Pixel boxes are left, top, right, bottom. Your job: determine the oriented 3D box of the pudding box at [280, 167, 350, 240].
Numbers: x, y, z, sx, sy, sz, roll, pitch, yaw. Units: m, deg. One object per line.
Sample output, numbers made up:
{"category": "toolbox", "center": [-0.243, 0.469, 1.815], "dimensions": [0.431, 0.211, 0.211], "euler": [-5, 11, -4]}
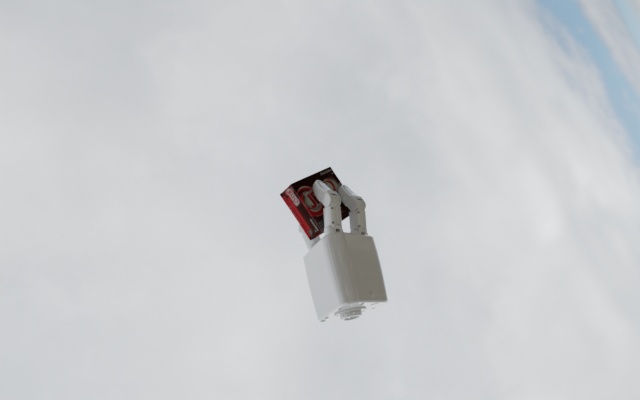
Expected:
{"category": "pudding box", "center": [0.000, 0.003, 0.774], "dimensions": [0.039, 0.090, 0.113], "euler": [-37, -5, 38]}
